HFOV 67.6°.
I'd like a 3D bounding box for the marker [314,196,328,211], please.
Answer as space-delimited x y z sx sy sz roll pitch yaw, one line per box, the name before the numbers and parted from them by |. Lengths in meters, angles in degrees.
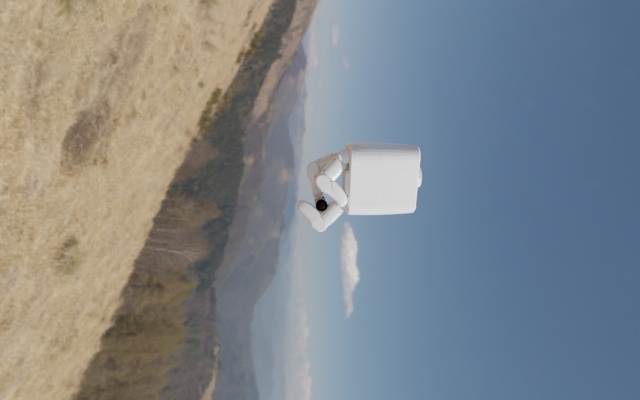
marker | 0.000 0.003 0.789 0.020 0.020 0.121 0 5 -2
